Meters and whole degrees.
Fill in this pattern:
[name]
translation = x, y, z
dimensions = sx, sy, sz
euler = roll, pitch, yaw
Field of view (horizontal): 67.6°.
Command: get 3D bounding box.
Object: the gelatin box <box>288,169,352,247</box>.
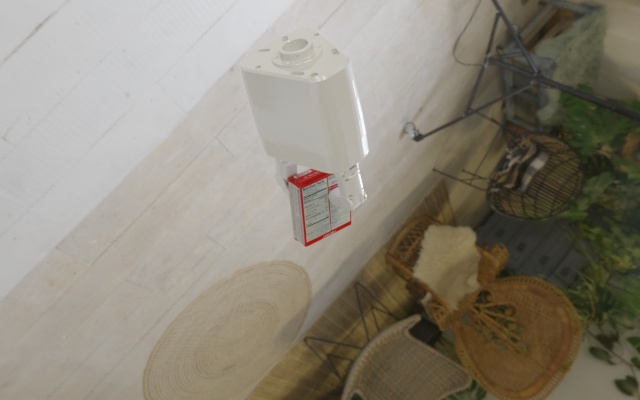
[gelatin box]
translation = 0.000, 0.002, 0.578
dimensions = 0.073, 0.089, 0.030
euler = -25, 37, -29
